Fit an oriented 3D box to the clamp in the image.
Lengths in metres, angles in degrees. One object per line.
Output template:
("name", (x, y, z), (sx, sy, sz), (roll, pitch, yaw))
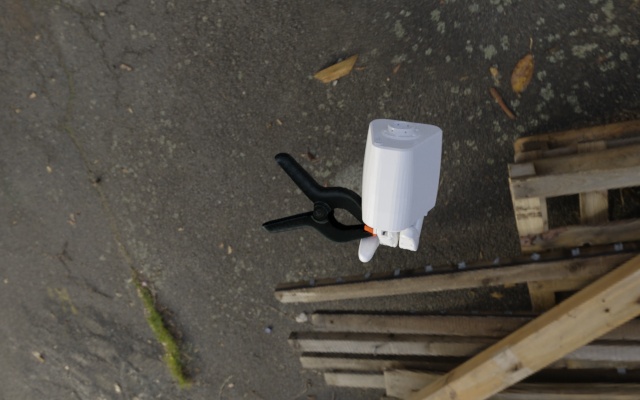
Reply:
("clamp", (0.000, 0.002, 0.652), (0.171, 0.120, 0.039), (10, 26, 15))
